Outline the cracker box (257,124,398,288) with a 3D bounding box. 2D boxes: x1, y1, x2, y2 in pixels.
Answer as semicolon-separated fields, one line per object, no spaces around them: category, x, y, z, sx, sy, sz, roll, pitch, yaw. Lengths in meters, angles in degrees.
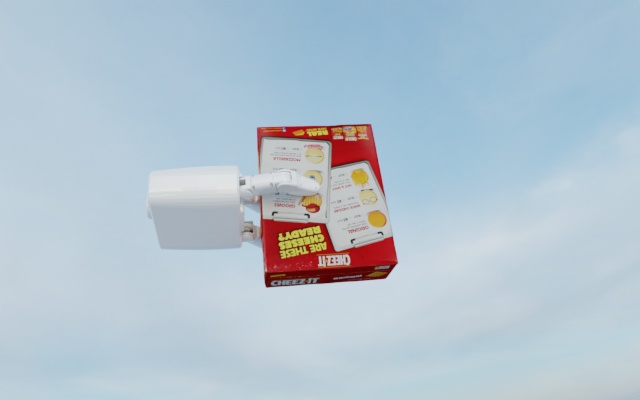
cracker box;0.000;0.002;0.641;0.164;0.213;0.072;-3;-28;-8
